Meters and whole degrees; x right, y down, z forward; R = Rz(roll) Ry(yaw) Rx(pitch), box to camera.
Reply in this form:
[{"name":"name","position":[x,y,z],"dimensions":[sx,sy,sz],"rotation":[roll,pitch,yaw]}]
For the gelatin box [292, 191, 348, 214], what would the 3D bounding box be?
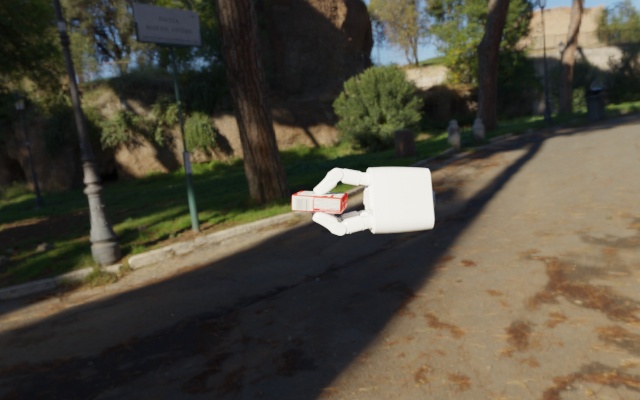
[{"name":"gelatin box","position":[0.000,0.002,0.840],"dimensions":[0.089,0.030,0.073],"rotation":[4,8,9]}]
